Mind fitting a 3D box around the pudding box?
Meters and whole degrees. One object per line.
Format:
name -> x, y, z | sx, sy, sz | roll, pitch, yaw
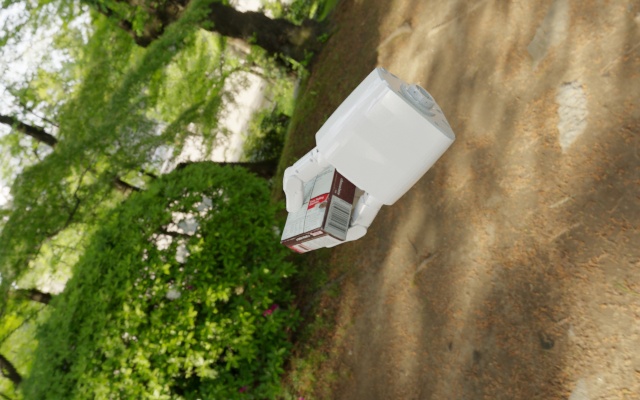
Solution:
pudding box -> 0.000, 0.002, 0.590 | 0.039, 0.113, 0.090 | 30, -31, -27
